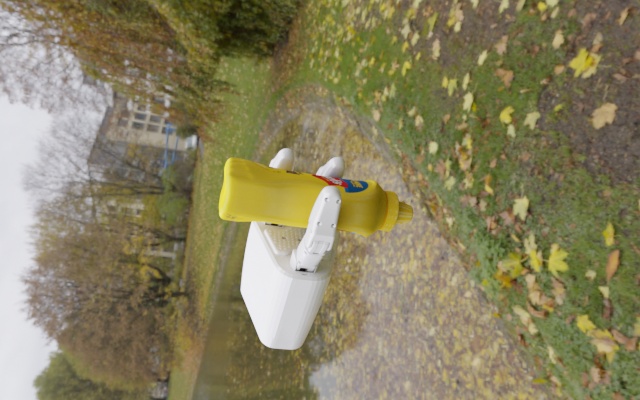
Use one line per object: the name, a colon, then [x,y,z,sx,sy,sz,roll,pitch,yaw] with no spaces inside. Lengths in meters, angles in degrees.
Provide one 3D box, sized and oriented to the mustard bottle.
mustard bottle: [0.000,0.001,0.469,0.191,0.058,0.096,9,6,-14]
